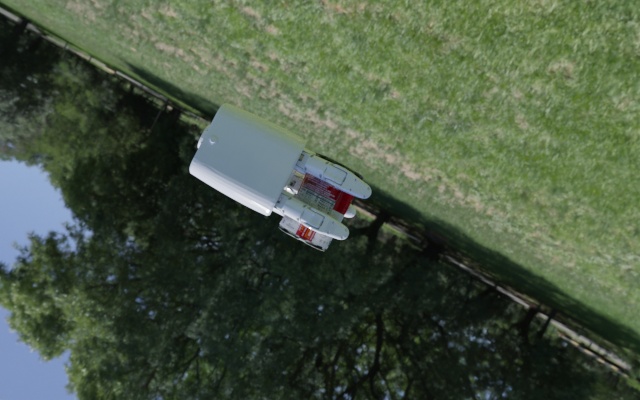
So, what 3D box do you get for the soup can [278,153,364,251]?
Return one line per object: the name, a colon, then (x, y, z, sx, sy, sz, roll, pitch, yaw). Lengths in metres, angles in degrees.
soup can: (0.000, 0.002, 0.584, 0.068, 0.102, 0.068, 27, 0, 0)
